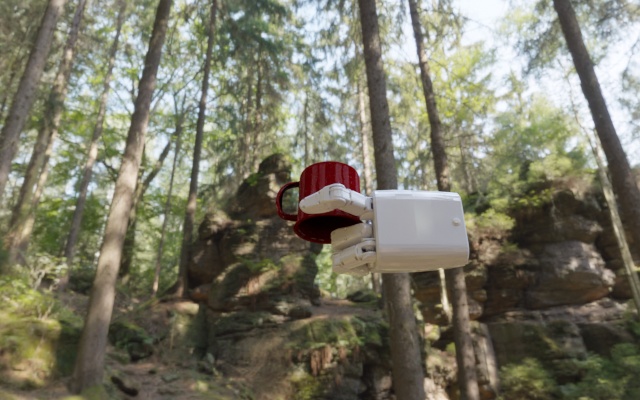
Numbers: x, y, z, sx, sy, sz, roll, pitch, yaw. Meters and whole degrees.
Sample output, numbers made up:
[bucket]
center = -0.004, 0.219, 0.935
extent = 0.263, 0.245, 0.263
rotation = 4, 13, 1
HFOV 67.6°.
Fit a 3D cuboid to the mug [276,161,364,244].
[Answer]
[mug]
center = -0.001, 0.002, 0.626
extent = 0.117, 0.081, 0.093
rotation = 1, -28, -1
